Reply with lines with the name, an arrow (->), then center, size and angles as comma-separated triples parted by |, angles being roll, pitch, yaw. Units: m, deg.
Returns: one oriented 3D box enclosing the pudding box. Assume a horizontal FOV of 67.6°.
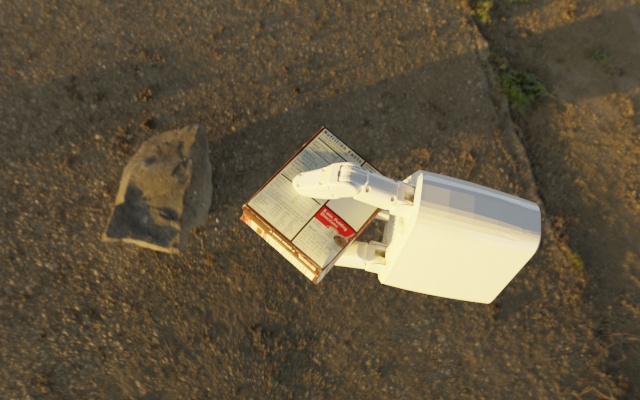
pudding box -> 0.000, 0.001, 0.424 | 0.090, 0.113, 0.039 | 40, -26, 8
